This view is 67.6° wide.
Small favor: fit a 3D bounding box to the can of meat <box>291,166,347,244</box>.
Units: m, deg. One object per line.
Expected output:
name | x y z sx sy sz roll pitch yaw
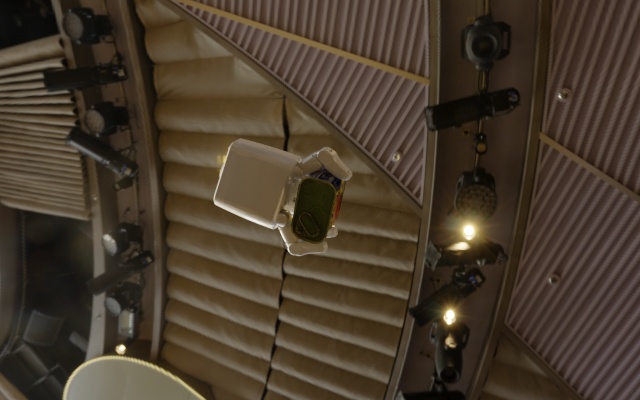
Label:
can of meat | 0.000 0.002 0.732 0.057 0.102 0.084 17 24 11
